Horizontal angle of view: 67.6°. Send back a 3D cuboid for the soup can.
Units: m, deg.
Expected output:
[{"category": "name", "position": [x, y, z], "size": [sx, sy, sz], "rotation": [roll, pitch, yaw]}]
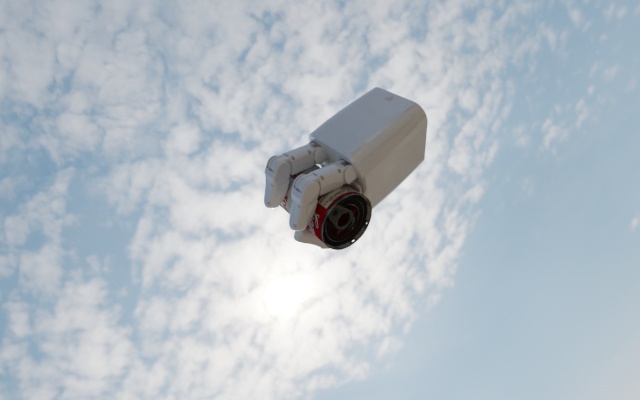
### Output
[{"category": "soup can", "position": [0.000, 0.002, 0.545], "size": [0.068, 0.068, 0.102], "rotation": [0, 26, -40]}]
